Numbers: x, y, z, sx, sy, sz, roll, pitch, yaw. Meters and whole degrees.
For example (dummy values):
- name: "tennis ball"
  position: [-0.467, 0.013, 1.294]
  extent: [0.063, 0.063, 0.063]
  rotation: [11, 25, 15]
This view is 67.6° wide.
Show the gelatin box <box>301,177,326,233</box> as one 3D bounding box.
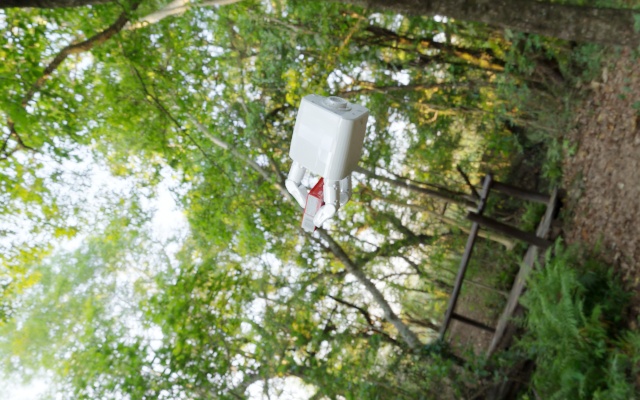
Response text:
- name: "gelatin box"
  position: [0.000, 0.003, 0.857]
  extent: [0.030, 0.089, 0.073]
  rotation: [25, 44, 13]
